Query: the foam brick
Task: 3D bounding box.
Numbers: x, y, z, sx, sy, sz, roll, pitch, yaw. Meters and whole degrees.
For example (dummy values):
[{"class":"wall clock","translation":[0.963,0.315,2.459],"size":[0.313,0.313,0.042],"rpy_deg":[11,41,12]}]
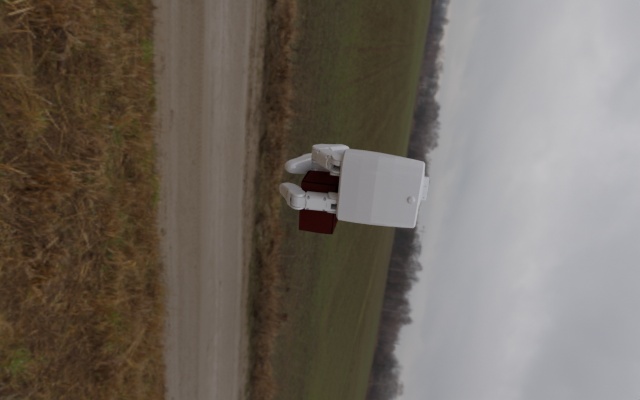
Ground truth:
[{"class":"foam brick","translation":[0.000,0.002,0.688],"size":[0.051,0.078,0.053],"rpy_deg":[8,23,8]}]
